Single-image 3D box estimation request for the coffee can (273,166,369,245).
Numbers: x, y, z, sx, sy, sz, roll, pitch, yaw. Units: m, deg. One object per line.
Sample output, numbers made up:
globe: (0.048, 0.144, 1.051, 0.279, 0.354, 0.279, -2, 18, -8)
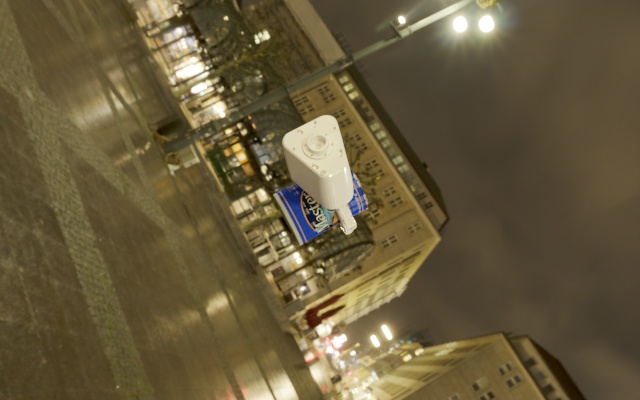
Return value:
coffee can: (0.000, 0.003, 0.856, 0.140, 0.103, 0.103, -28, 3, -7)
